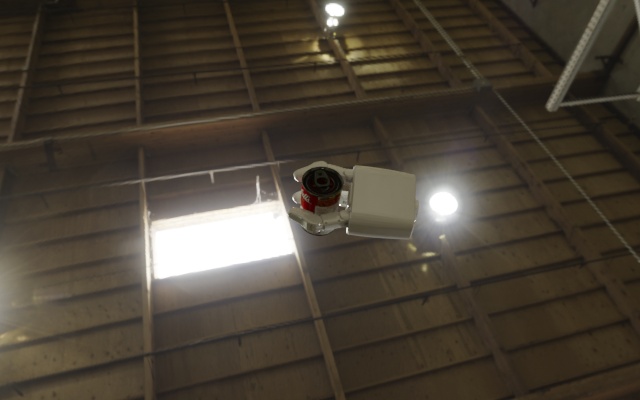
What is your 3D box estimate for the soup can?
[{"bbox_3d":[0.000,0.003,0.802,0.068,0.068,0.102,0,-43,-5],"label":"soup can"}]
